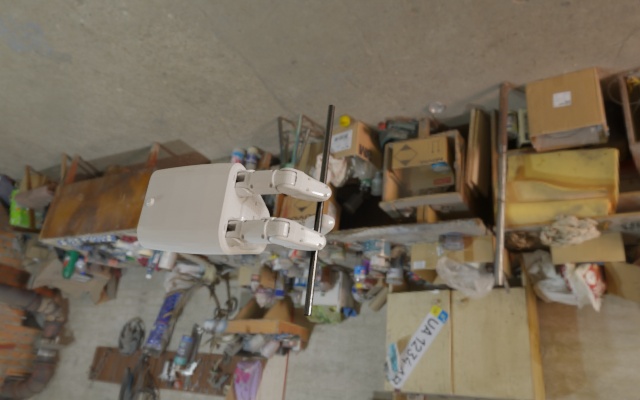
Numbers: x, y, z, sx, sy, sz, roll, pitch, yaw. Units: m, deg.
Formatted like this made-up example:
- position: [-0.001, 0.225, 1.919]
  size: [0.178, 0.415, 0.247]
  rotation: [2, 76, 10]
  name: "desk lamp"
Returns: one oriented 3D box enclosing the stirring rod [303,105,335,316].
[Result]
- position: [0.000, 0.002, 0.513]
  size: [0.011, 0.239, 0.011]
  rotation: [6, -21, 2]
  name: "stirring rod"
